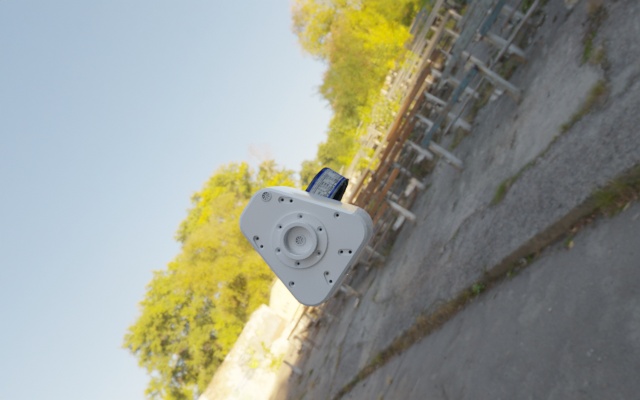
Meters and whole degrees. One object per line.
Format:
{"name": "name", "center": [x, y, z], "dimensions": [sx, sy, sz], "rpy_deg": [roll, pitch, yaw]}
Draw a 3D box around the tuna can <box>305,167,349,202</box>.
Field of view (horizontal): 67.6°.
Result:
{"name": "tuna can", "center": [0.000, 0.002, 0.595], "dimensions": [0.034, 0.086, 0.086], "rpy_deg": [31, 5, 9]}
